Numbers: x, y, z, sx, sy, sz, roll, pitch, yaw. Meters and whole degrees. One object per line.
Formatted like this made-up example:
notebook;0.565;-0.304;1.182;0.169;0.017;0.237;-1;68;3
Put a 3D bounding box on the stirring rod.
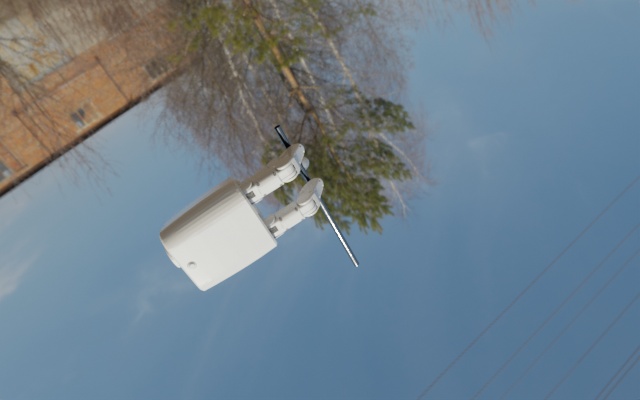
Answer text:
stirring rod;0.000;0.002;0.635;0.011;0.240;0.011;-22;30;14
